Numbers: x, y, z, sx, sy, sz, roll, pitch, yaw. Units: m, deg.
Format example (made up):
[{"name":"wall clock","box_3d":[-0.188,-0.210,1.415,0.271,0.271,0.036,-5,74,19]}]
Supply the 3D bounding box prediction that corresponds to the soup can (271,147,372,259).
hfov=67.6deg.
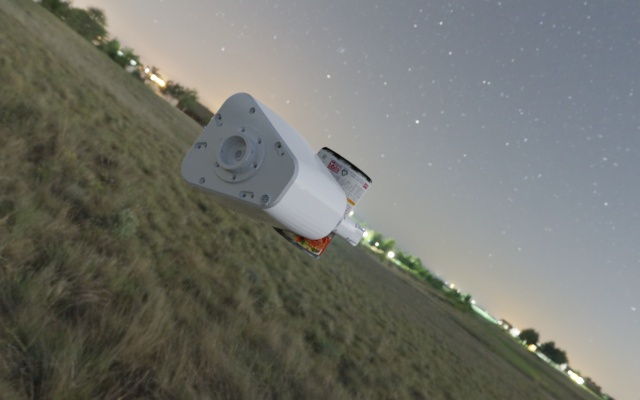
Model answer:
[{"name":"soup can","box_3d":[0.001,0.002,0.515,0.068,0.102,0.068,36,0,0]}]
